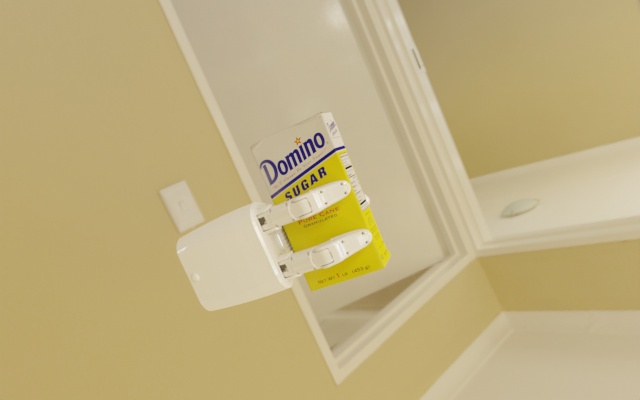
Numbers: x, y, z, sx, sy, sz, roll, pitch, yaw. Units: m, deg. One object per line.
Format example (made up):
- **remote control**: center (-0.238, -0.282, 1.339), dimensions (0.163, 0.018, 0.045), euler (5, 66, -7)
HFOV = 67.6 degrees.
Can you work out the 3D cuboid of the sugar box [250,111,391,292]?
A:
- **sugar box**: center (0.000, 0.002, 0.523), dimensions (0.093, 0.176, 0.048), euler (-22, 6, 20)
